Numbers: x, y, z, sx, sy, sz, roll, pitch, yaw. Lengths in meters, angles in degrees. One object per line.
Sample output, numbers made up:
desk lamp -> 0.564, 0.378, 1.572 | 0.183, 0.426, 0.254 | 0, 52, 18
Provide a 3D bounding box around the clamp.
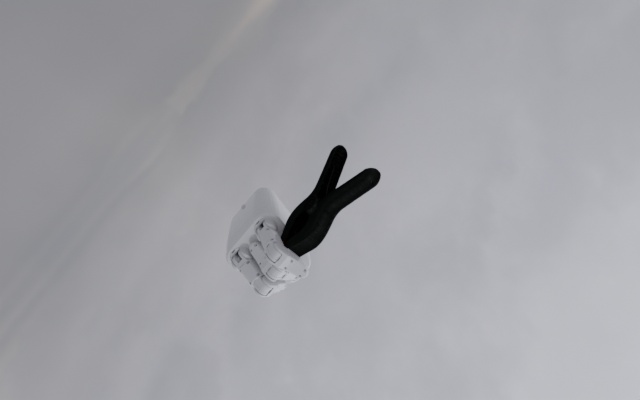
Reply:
clamp -> 0.000, 0.003, 0.628 | 0.039, 0.171, 0.120 | 39, 13, -24
